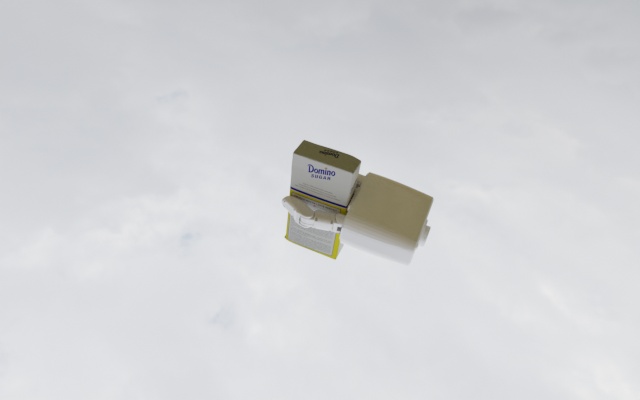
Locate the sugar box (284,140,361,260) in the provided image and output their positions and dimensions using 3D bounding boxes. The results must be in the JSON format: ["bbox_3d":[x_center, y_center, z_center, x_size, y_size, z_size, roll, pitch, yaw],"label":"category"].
[{"bbox_3d":[0.000,0.002,0.718,0.093,0.176,0.048,20,40,12],"label":"sugar box"}]
